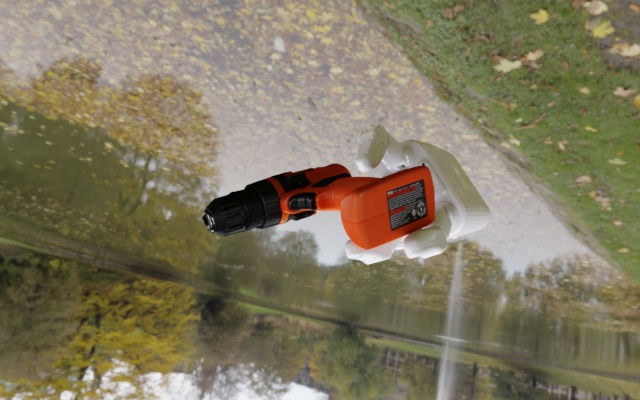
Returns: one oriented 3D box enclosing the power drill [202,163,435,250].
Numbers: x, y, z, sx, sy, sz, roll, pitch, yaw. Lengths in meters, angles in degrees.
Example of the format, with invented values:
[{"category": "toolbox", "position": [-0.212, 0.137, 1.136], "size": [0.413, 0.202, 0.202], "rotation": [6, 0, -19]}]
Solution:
[{"category": "power drill", "position": [0.001, 0.002, 0.467], "size": [0.184, 0.057, 0.187], "rotation": [-20, 18, -35]}]
